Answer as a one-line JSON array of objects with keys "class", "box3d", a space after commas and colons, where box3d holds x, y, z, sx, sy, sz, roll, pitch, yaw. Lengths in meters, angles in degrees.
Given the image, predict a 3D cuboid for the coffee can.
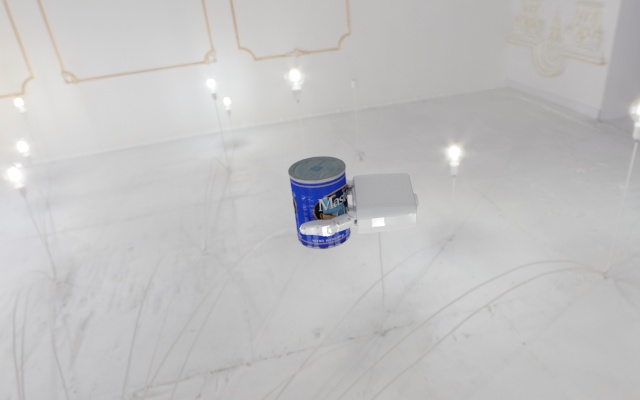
[{"class": "coffee can", "box3d": [0.000, 0.003, 0.876, 0.103, 0.140, 0.102, -5, 28, 3]}]
